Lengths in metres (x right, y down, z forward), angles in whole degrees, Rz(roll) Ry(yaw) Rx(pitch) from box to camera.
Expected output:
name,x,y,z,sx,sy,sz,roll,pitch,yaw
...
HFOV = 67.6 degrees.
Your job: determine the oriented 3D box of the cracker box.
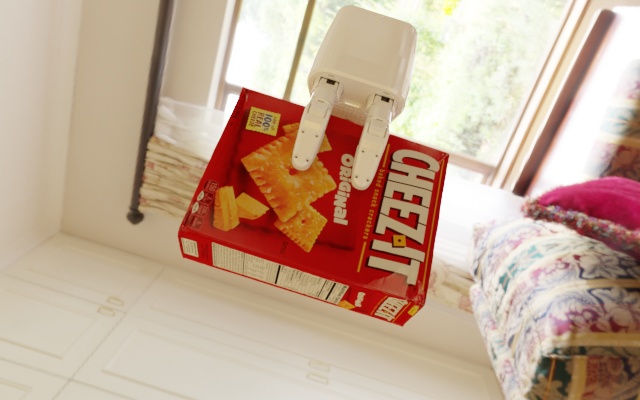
name,x,y,z,sx,sy,sz,roll,pitch,yaw
cracker box,0.000,0.001,0.445,0.214,0.164,0.072,17,-30,0
